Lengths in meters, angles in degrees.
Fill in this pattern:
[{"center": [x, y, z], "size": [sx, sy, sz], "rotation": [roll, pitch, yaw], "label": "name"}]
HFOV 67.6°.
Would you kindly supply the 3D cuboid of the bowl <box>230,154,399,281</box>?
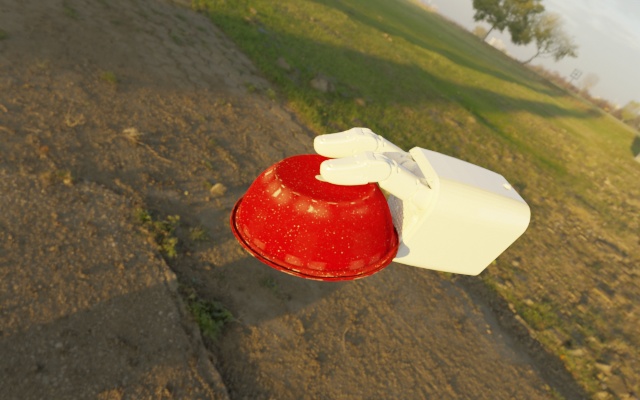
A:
[{"center": [-0.001, 0.001, 0.441], "size": [0.162, 0.055, 0.162], "rotation": [8, 30, -5], "label": "bowl"}]
